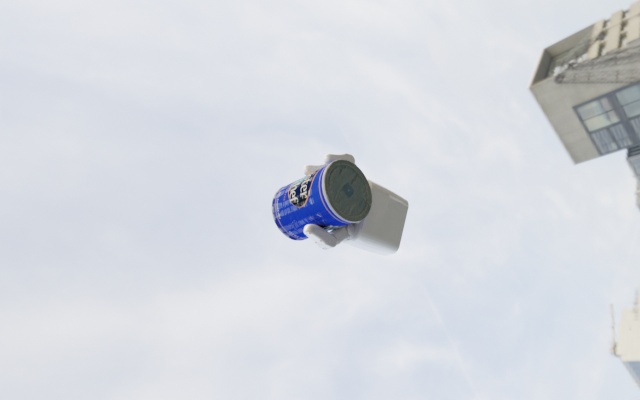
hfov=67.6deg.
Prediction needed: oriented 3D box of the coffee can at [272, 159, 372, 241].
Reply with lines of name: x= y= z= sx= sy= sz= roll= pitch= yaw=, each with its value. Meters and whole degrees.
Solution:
coffee can: x=0.000 y=0.003 z=0.795 sx=0.103 sy=0.102 sz=0.140 roll=0 pitch=-16 yaw=-42
